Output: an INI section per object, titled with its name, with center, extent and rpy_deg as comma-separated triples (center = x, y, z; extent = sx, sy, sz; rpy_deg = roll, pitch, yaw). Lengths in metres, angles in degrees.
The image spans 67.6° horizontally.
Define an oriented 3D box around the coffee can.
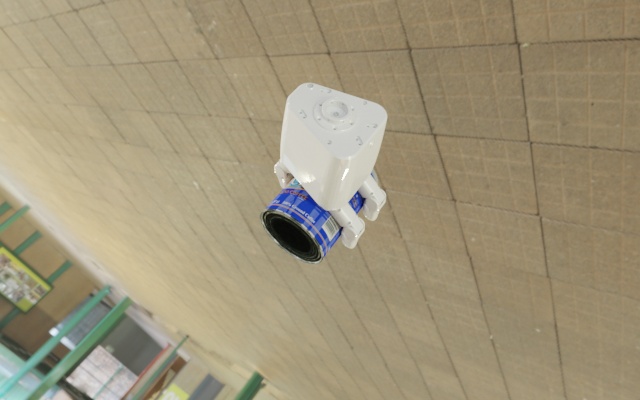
[coffee can]
center = 0.000, 0.002, 0.658
extent = 0.103, 0.103, 0.140
rpy_deg = 0, 43, 51
